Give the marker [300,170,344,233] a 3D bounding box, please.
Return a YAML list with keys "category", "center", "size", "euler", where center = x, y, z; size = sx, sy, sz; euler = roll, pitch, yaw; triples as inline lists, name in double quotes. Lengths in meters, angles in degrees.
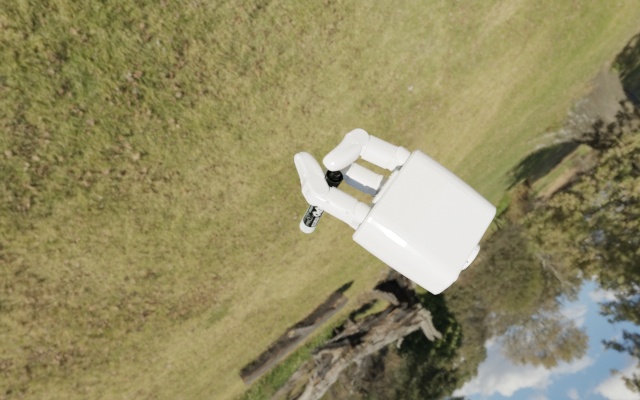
- category: "marker"
  center: [0.000, 0.002, 0.532]
  size: [0.020, 0.020, 0.121]
  euler: [0, -30, -18]
